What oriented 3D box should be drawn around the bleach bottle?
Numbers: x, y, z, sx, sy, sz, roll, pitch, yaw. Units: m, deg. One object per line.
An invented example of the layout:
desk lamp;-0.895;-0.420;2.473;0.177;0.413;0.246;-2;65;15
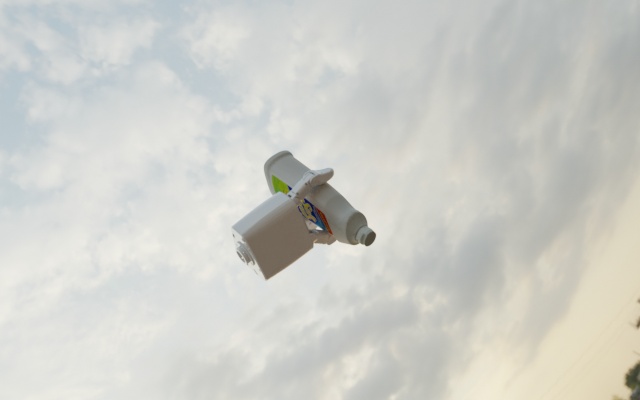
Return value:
bleach bottle;0.000;0.003;0.856;0.068;0.103;0.250;-35;46;-24
